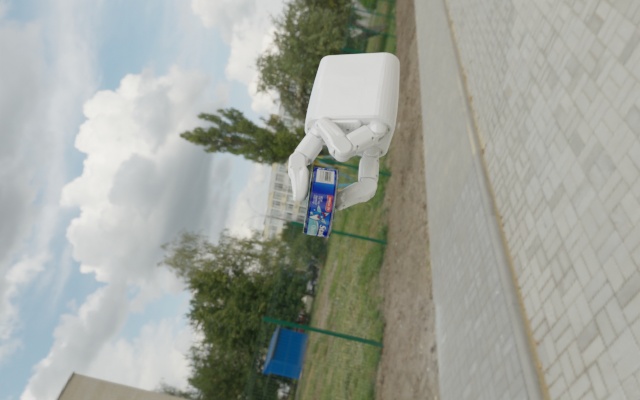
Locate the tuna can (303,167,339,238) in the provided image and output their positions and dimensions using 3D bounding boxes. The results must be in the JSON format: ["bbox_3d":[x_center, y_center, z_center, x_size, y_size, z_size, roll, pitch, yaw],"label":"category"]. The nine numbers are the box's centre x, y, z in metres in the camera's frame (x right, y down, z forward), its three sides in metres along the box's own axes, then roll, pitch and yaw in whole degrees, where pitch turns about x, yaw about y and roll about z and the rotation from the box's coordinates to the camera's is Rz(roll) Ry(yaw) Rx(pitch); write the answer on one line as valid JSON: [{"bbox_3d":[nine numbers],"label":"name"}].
[{"bbox_3d":[0.000,0.002,0.593,0.034,0.086,0.086,8,0,-2],"label":"tuna can"}]
